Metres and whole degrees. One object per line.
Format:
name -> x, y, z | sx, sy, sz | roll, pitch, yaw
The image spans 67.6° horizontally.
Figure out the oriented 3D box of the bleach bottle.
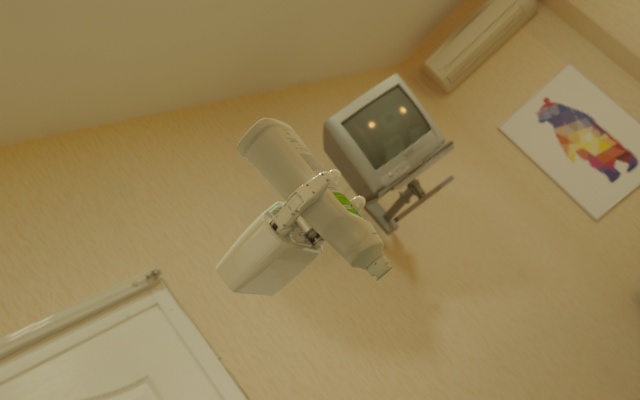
bleach bottle -> 0.000, 0.002, 0.635 | 0.068, 0.250, 0.102 | -45, -16, 17
